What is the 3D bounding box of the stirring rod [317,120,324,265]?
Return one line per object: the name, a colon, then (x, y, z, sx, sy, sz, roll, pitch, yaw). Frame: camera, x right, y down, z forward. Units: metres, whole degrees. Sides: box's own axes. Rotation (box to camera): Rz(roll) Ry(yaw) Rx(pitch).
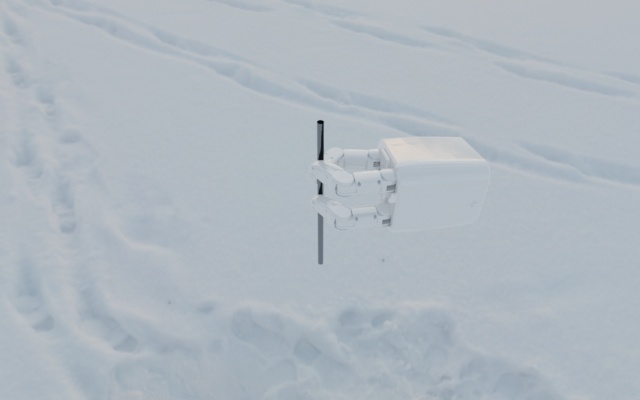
stirring rod: (0.000, 0.002, 0.598, 0.011, 0.240, 0.011, 0, 44, 0)
